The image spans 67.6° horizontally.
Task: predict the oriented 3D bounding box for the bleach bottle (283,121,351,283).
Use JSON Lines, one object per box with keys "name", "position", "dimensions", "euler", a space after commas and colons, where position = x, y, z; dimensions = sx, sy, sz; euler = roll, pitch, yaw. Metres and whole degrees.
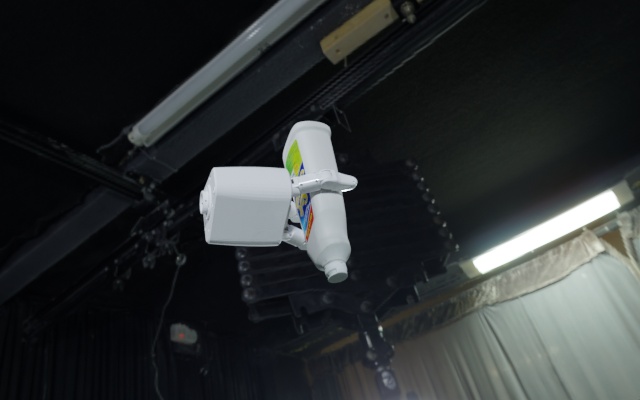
{"name": "bleach bottle", "position": [0.000, 0.002, 0.718], "dimensions": [0.068, 0.250, 0.103], "euler": [2, -39, -22]}
